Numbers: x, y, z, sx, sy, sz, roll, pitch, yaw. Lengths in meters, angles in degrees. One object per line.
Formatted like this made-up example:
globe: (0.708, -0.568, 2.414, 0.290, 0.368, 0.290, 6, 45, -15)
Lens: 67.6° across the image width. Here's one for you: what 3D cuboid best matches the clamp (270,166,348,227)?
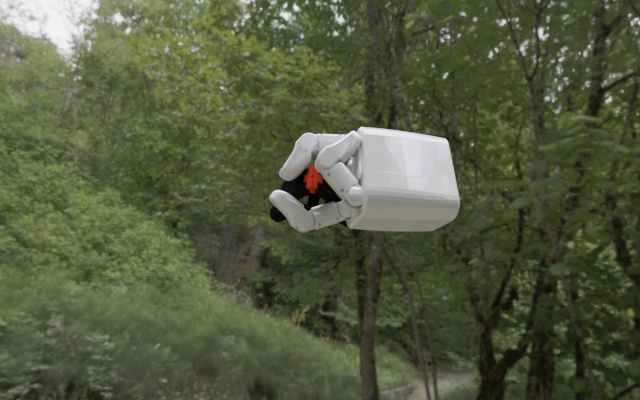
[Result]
clamp: (0.000, 0.001, 0.608, 0.120, 0.039, 0.171, 1, -15, -10)
